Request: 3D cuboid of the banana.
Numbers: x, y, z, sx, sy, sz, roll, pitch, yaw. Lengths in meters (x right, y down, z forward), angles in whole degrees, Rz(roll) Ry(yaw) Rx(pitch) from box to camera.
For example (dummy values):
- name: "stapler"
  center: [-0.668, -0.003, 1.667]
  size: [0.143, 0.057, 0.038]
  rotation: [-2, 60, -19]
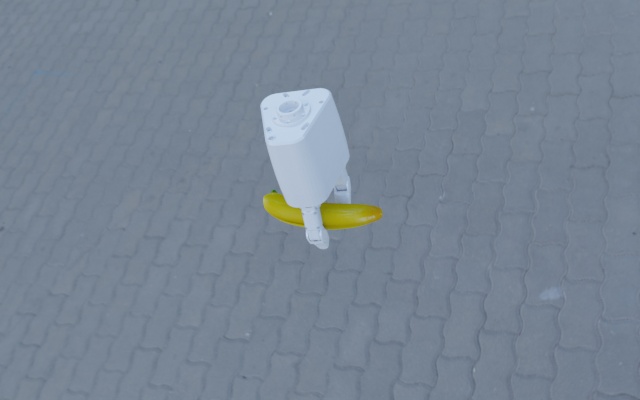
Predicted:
- name: "banana"
  center: [-0.013, 0.012, 0.676]
  size: [0.198, 0.037, 0.069]
  rotation: [12, 39, 32]
